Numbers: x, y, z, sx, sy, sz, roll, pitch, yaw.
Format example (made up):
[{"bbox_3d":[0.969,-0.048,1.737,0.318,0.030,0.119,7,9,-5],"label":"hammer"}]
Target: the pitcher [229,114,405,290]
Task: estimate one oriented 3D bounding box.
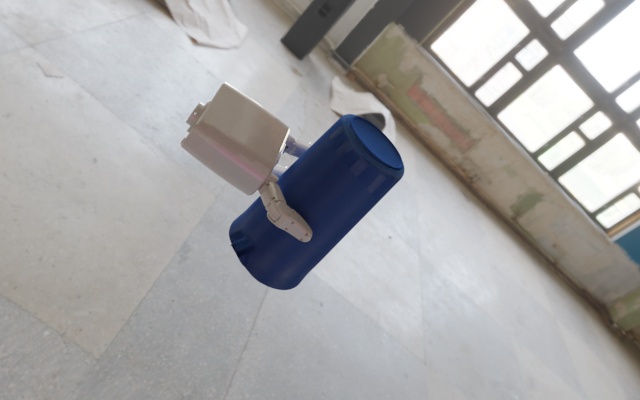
[{"bbox_3d":[0.000,0.002,0.654,0.145,0.243,0.149,35,29,-19],"label":"pitcher"}]
